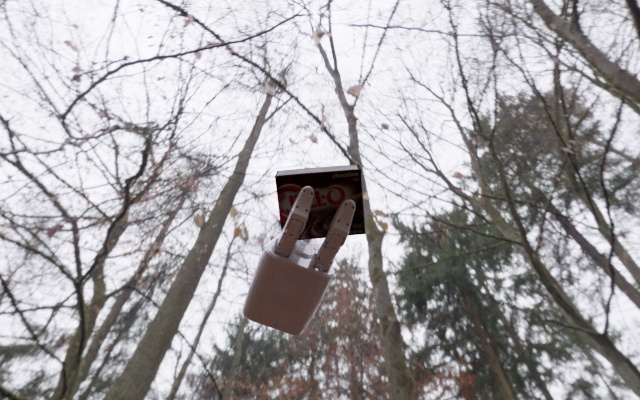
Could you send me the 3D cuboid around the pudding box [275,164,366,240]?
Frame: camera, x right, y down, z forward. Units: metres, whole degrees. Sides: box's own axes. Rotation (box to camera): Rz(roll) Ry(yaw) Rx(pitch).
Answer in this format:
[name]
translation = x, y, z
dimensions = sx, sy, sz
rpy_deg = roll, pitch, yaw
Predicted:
[pudding box]
translation = 0.000, 0.002, 0.628
dimensions = 0.113, 0.090, 0.039
rpy_deg = -6, 19, 0
